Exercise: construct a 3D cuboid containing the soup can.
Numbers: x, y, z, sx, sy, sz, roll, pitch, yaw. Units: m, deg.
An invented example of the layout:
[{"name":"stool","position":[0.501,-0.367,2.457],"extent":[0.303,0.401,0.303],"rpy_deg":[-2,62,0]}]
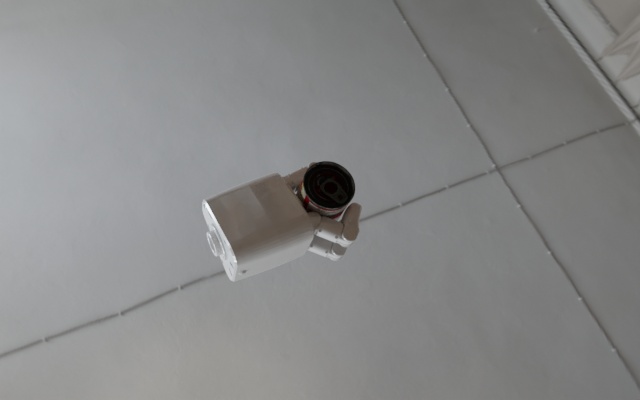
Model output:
[{"name":"soup can","position":[0.000,0.002,0.641],"extent":[0.068,0.068,0.102],"rpy_deg":[0,-26,-14]}]
